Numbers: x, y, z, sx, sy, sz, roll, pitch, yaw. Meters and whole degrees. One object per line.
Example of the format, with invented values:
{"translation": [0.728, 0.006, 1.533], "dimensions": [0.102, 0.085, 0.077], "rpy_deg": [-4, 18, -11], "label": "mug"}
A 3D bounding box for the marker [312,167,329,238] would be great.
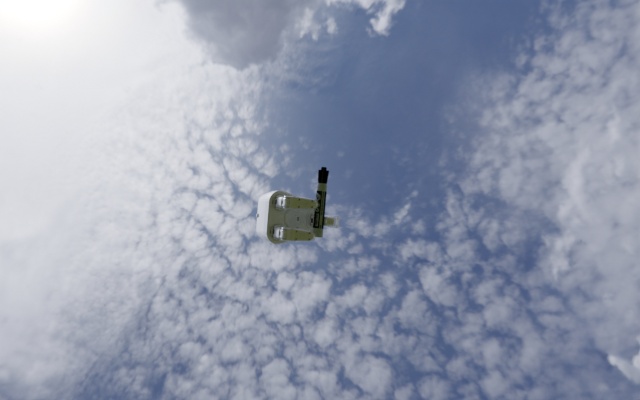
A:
{"translation": [0.000, 0.003, 0.820], "dimensions": [0.020, 0.121, 0.020], "rpy_deg": [5, -2, 0], "label": "marker"}
